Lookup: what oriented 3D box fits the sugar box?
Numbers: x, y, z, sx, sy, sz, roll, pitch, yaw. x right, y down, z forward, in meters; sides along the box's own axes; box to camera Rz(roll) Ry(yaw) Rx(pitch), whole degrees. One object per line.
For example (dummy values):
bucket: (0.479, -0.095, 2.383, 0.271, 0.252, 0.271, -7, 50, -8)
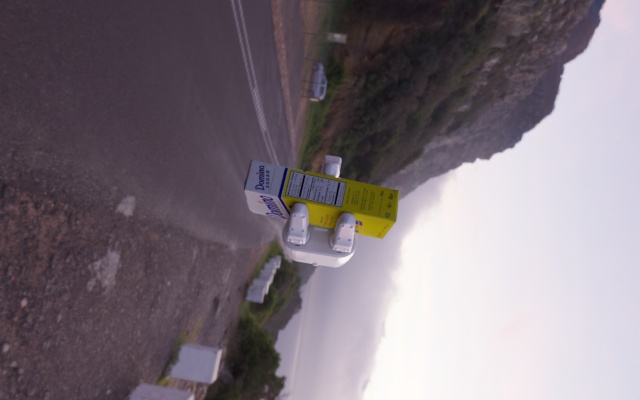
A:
sugar box: (0.000, 0.002, 0.579, 0.176, 0.048, 0.093, 9, -18, 0)
